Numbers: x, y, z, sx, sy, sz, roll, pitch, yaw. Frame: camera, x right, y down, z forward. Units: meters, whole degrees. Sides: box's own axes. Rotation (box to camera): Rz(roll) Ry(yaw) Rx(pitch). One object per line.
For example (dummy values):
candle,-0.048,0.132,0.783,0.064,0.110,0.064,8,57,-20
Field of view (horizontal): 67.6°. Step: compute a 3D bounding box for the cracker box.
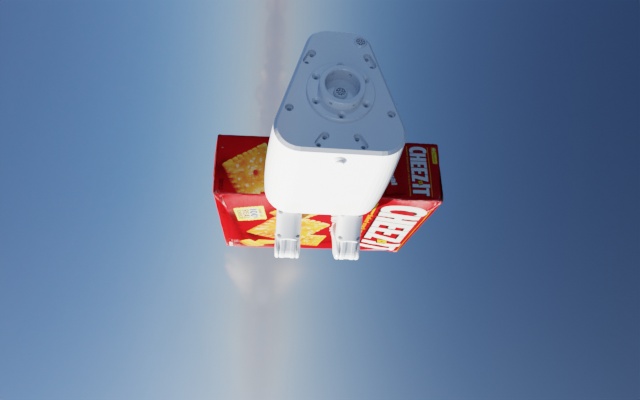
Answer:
cracker box,0.000,0.002,0.514,0.214,0.072,0.164,3,-23,-6
